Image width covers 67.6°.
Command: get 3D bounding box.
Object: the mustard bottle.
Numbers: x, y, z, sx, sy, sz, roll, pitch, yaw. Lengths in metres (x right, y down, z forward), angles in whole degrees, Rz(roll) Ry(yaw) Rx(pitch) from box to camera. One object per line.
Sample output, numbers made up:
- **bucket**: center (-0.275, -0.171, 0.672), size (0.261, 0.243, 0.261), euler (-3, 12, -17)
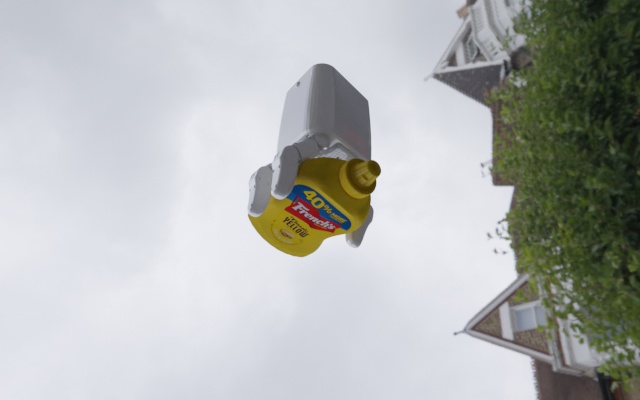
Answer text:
- **mustard bottle**: center (0.000, 0.002, 0.538), size (0.096, 0.058, 0.192), euler (41, -40, -14)
